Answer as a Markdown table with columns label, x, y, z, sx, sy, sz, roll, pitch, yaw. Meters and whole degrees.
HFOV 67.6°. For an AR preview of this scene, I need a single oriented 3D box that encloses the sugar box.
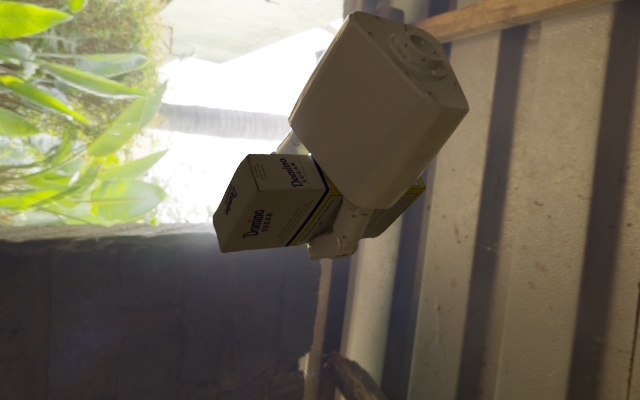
| label | x | y | z | sx | sy | sz | roll | pitch | yaw |
| --- | --- | --- | --- | --- | --- | --- | --- | --- | --- |
| sugar box | 0.000 | 0.001 | 0.436 | 0.176 | 0.048 | 0.093 | 1 | -37 | -33 |
